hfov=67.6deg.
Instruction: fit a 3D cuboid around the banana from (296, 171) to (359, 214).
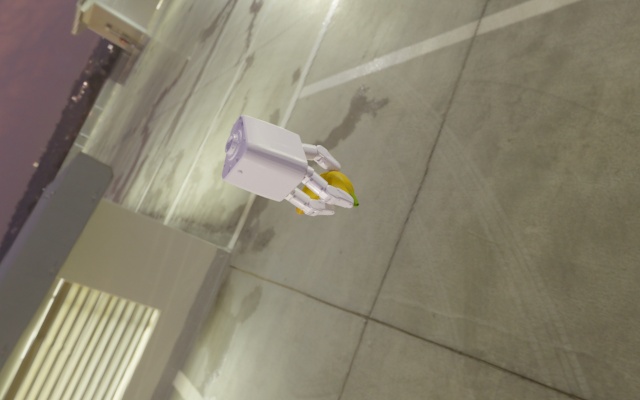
[{"bbox_3d":[0.003,-0.016,0.875,0.037,0.069,0.198,10,-10,-29],"label":"banana"}]
